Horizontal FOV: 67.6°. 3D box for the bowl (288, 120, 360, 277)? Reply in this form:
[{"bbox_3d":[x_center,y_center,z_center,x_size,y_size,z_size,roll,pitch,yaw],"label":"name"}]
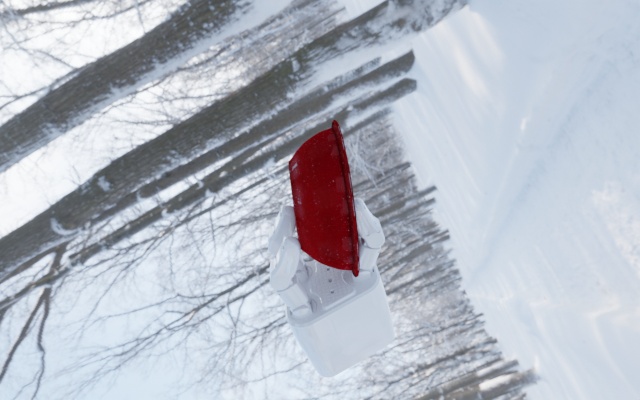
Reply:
[{"bbox_3d":[-0.001,0.000,0.489,0.055,0.162,0.162,-7,0,-2],"label":"bowl"}]
